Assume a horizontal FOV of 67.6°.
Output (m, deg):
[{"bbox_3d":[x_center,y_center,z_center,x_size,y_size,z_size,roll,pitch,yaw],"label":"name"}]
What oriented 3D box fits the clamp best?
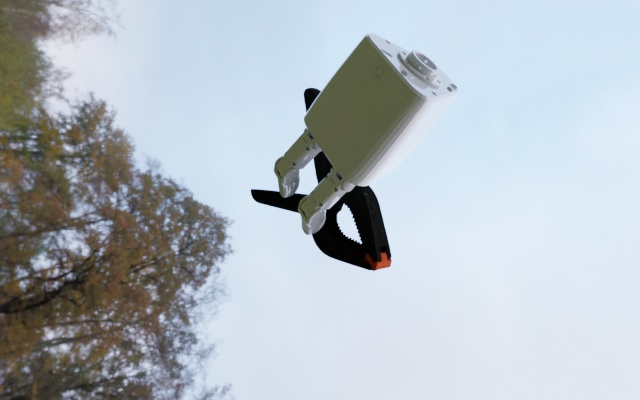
[{"bbox_3d":[0.001,0.002,0.535,0.036,0.210,0.165,-4,-37,-46],"label":"clamp"}]
